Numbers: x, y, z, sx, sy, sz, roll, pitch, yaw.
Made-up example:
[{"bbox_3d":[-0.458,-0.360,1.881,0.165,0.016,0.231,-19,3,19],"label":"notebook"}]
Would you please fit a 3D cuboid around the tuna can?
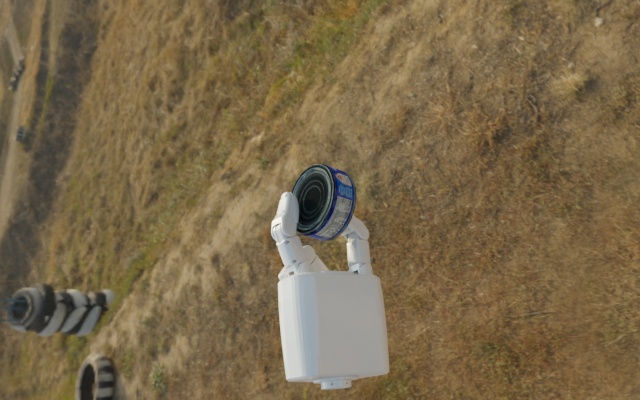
[{"bbox_3d":[0.000,0.002,0.550,0.034,0.086,0.086,18,-11,-36],"label":"tuna can"}]
